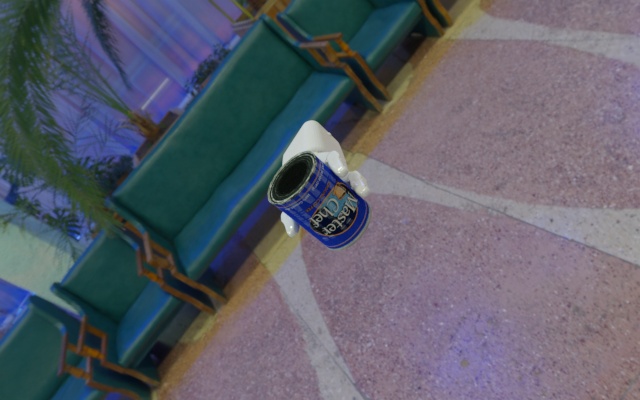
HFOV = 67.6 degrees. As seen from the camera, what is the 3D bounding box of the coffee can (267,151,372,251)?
[{"bbox_3d":[0.000,0.003,0.770,0.140,0.102,0.103,41,-24,-31],"label":"coffee can"}]
